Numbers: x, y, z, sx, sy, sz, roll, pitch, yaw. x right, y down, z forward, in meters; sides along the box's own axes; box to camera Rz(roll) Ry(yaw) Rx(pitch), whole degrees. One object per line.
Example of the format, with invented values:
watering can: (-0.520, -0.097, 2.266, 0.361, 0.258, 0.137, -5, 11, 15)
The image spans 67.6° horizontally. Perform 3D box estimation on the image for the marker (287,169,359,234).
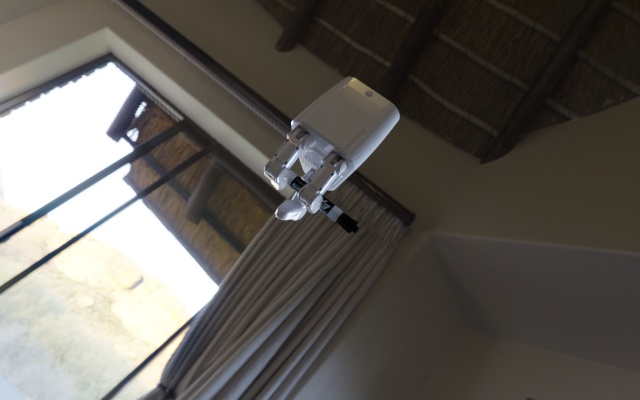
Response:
marker: (0.000, 0.002, 0.619, 0.121, 0.020, 0.020, 38, 10, 13)
